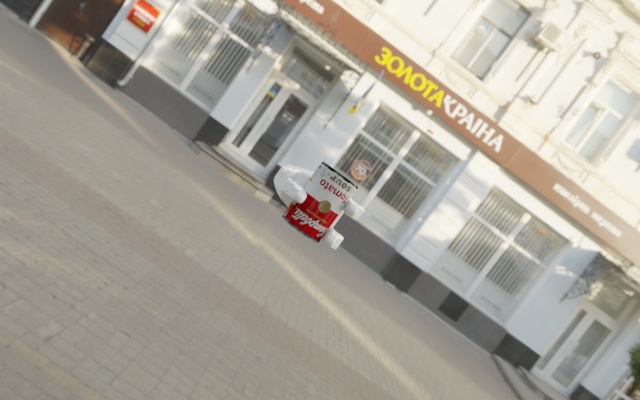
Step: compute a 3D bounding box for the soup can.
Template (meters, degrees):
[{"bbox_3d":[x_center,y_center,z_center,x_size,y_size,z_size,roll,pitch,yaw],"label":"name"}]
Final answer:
[{"bbox_3d":[0.000,0.002,0.704,0.068,0.102,0.068,36,3,-2],"label":"soup can"}]
